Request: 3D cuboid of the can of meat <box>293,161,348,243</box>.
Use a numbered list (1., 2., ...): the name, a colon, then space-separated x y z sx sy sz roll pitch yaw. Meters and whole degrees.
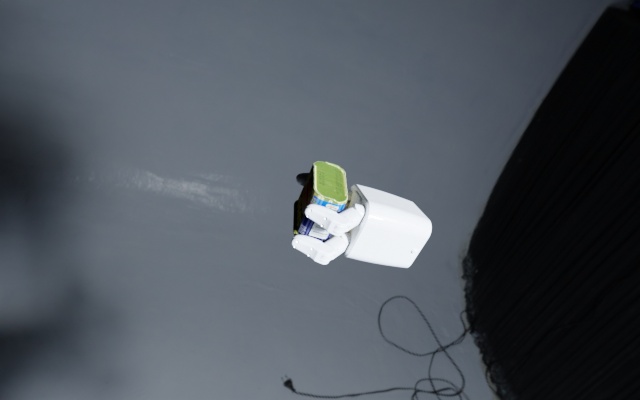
1. can of meat: 0.000 0.002 0.702 0.057 0.084 0.102 16 34 -13
